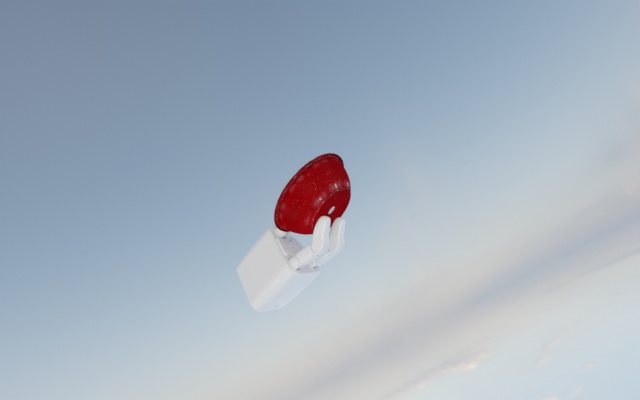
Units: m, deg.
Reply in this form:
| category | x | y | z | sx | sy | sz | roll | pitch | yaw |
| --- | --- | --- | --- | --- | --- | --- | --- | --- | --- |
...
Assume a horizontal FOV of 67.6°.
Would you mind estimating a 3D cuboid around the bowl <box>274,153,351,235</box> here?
| category | x | y | z | sx | sy | sz | roll | pitch | yaw |
| --- | --- | --- | --- | --- | --- | --- | --- | --- | --- |
| bowl | 0.001 | 0.002 | 0.796 | 0.055 | 0.162 | 0.162 | 39 | 20 | 26 |
